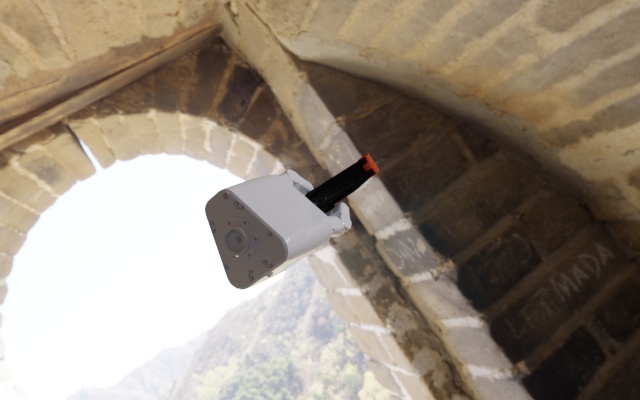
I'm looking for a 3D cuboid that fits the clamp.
[{"bbox_3d":[0.000,0.001,0.670,0.210,0.036,0.164,-36,-6,27],"label":"clamp"}]
